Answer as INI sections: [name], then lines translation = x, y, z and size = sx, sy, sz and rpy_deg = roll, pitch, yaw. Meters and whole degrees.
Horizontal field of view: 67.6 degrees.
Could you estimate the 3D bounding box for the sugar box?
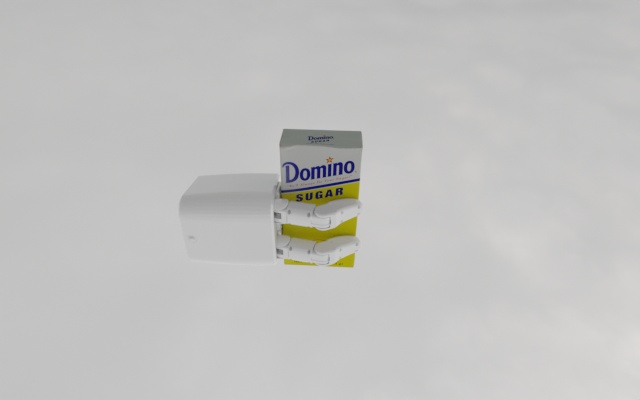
[sugar box]
translation = 0.000, 0.002, 0.575
size = 0.093, 0.176, 0.048
rpy_deg = 1, 37, 2
